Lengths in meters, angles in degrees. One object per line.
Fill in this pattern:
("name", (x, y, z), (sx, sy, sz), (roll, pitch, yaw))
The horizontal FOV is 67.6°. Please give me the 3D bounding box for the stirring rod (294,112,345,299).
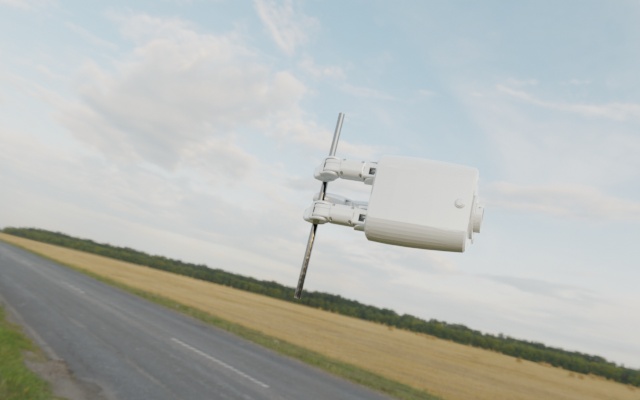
("stirring rod", (0.000, 0.002, 0.592), (0.011, 0.239, 0.011), (13, -12, 3))
